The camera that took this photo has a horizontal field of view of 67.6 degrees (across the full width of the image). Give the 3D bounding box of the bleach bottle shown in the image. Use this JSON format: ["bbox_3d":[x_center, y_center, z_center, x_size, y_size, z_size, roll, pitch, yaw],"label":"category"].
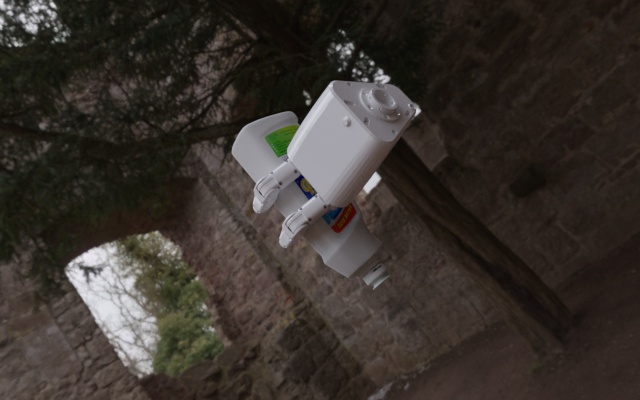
[{"bbox_3d":[0.000,0.002,0.602,0.102,0.250,0.068,-27,-19,-44],"label":"bleach bottle"}]
